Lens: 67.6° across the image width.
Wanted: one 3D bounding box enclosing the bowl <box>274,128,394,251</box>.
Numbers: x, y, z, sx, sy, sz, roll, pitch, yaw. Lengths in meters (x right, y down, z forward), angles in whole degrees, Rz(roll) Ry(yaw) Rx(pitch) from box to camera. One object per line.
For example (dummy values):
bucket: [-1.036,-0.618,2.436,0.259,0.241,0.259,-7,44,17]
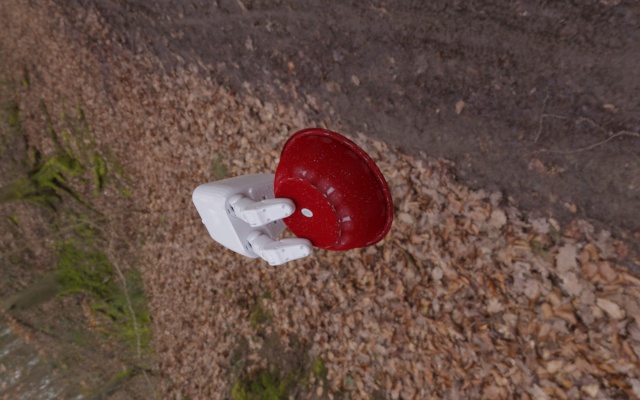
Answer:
bowl: [0.001,0.002,0.542,0.162,0.162,0.055,0,31,43]
